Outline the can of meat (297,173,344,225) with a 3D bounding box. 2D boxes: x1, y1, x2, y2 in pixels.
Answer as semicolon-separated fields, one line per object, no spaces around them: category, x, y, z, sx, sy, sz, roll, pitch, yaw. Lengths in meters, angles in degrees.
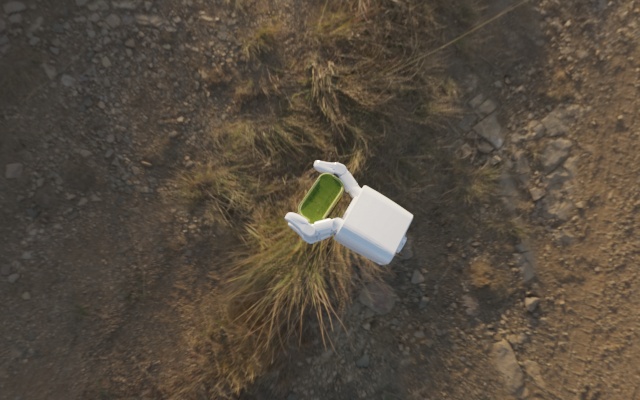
can of meat;0.000;0.003;0.886;0.057;0.102;0.084;34;-8;3
